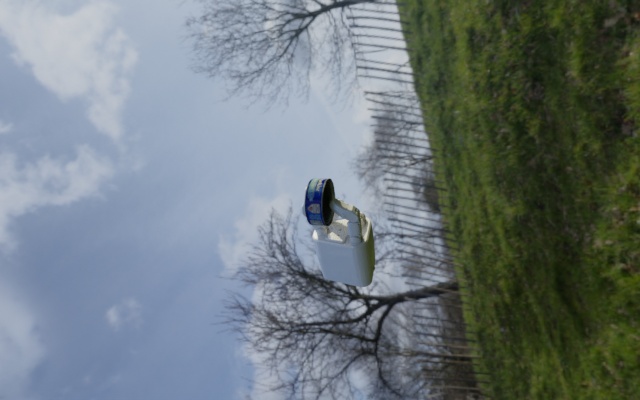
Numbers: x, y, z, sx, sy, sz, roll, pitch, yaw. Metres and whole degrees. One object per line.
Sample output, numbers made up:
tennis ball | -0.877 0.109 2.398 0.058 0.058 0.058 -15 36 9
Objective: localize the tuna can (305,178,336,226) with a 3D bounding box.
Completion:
tuna can | 0.000 0.003 0.854 0.034 0.086 0.086 2 0 16
